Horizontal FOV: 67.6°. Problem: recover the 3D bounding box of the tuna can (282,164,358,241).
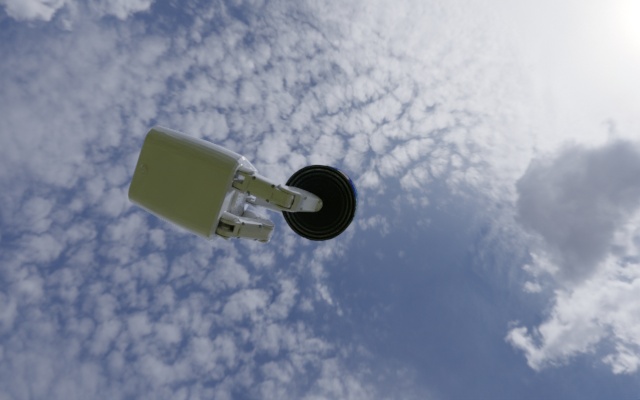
[{"bbox_3d":[0.000,0.002,0.547,0.086,0.086,0.034,0,4,11],"label":"tuna can"}]
